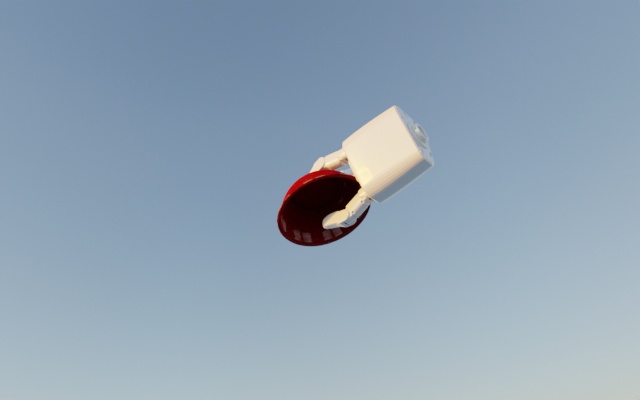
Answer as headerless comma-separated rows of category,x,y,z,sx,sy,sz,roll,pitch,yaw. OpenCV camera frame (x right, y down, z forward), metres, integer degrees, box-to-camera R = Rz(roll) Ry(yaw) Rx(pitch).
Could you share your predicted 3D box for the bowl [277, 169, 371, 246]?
bowl,-0.001,0.003,0.797,0.162,0.162,0.055,0,41,-24
